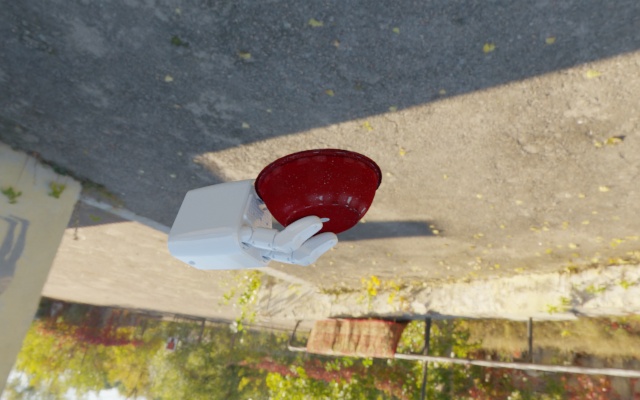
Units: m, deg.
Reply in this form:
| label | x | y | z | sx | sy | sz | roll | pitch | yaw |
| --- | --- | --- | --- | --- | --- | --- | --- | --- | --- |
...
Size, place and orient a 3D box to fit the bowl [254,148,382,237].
| label | x | y | z | sx | sy | sz | roll | pitch | yaw |
| --- | --- | --- | --- | --- | --- | --- | --- | --- | --- |
| bowl | 0.001 | 0.002 | 0.590 | 0.162 | 0.055 | 0.162 | -5 | -28 | -2 |
